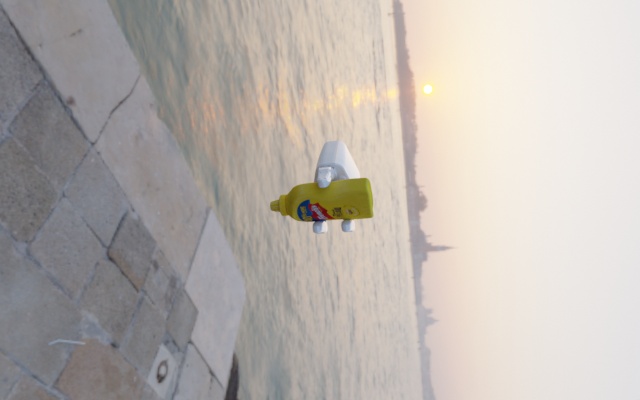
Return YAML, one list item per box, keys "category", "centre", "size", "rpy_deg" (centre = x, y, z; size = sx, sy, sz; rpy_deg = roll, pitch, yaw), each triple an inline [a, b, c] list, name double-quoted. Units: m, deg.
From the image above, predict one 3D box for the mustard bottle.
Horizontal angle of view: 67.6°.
- category: "mustard bottle"
  centre: [0.000, 0.003, 0.890]
  size: [0.191, 0.058, 0.096]
  rpy_deg: [-4, -31, 10]
